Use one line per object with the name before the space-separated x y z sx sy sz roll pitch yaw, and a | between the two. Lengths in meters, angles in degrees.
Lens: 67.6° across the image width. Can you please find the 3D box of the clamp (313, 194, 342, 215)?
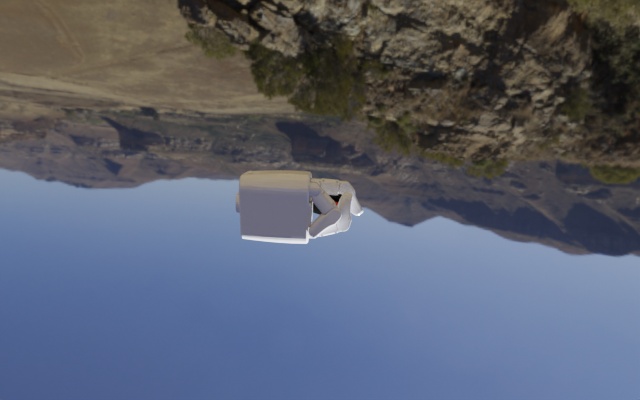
clamp | 0.000 0.003 0.841 0.120 0.039 0.171 1 5 1
